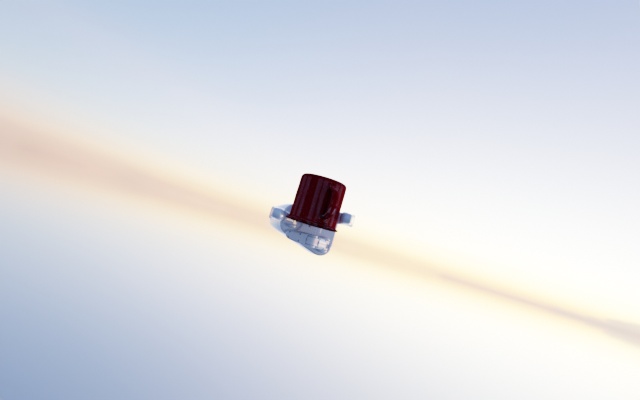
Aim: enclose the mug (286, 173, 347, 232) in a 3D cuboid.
[{"bbox_3d":[0.001,0.002,0.806,0.093,0.081,0.117,19,-6,-19],"label":"mug"}]
